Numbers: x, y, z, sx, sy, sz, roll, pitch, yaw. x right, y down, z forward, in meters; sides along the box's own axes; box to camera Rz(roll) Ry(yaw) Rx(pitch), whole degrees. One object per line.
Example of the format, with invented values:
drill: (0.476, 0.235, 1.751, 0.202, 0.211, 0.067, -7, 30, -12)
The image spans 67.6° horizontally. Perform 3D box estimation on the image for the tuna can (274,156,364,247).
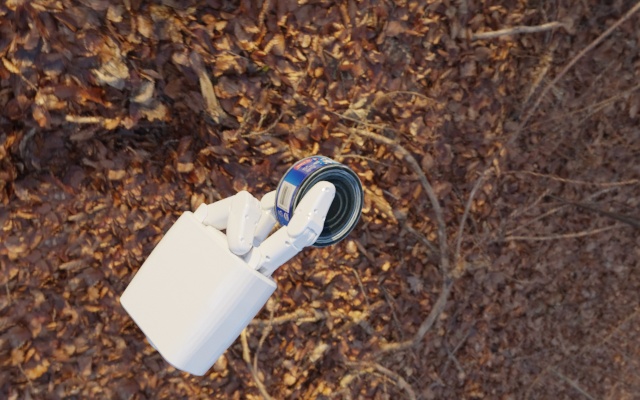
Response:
tuna can: (0.000, 0.002, 0.465, 0.086, 0.086, 0.033, 0, 17, -36)
